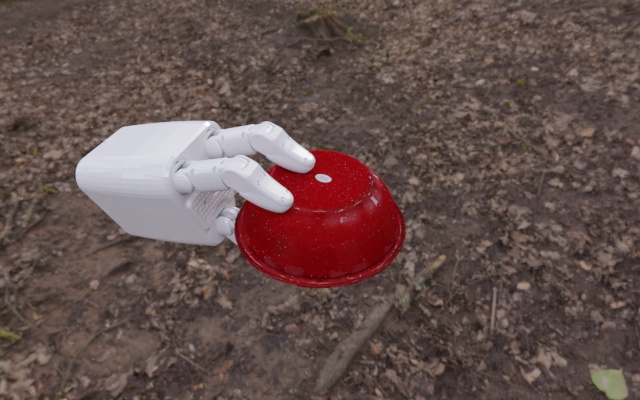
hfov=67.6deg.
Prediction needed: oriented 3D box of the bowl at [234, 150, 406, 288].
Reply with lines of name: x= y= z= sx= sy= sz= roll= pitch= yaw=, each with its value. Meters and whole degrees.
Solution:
bowl: x=0.001 y=0.001 z=0.436 sx=0.162 sy=0.055 sz=0.162 roll=1 pitch=39 yaw=-1
